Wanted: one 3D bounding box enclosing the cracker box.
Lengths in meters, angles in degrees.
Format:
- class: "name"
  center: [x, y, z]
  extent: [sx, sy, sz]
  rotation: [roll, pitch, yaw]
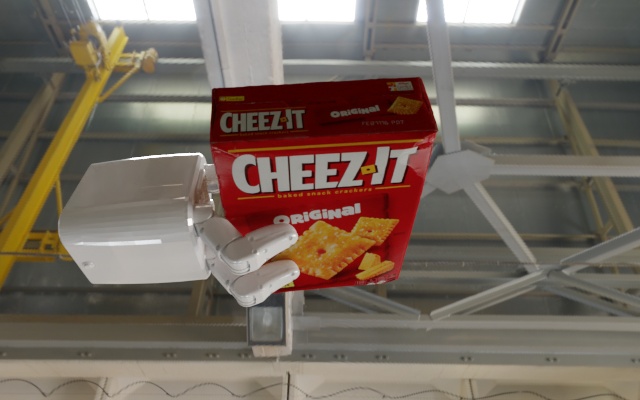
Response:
- class: "cracker box"
  center: [0.000, 0.001, 0.427]
  extent: [0.164, 0.072, 0.214]
  rotation: [-5, -39, -5]
